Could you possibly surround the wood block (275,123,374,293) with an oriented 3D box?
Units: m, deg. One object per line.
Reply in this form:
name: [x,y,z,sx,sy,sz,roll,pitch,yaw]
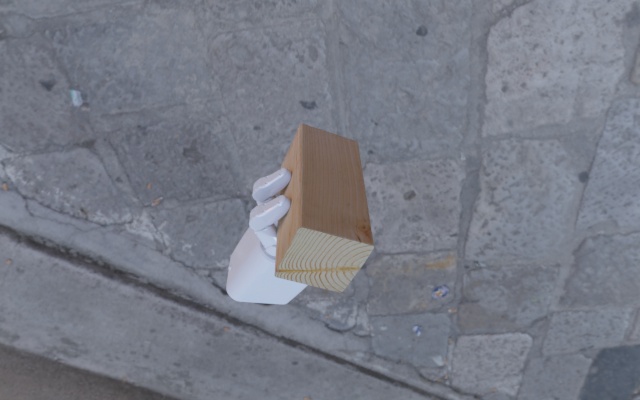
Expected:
wood block: [0.000,0.002,0.615,0.091,0.090,0.206,16,39,-16]
